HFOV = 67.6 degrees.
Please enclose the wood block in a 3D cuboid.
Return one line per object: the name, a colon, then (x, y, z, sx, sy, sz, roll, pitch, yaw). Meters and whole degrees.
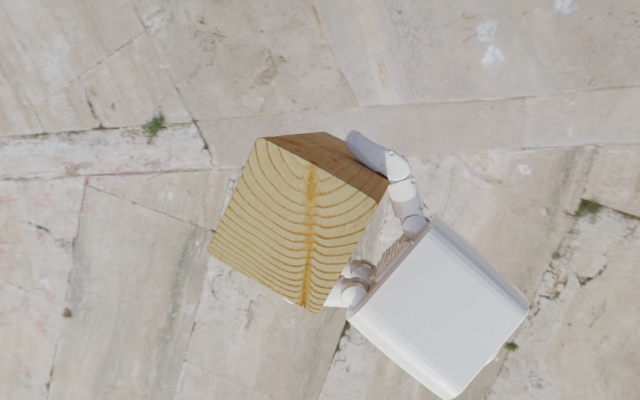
wood block: (0.001, 0.001, 0.408, 0.090, 0.091, 0.206, 29, 13, 6)
